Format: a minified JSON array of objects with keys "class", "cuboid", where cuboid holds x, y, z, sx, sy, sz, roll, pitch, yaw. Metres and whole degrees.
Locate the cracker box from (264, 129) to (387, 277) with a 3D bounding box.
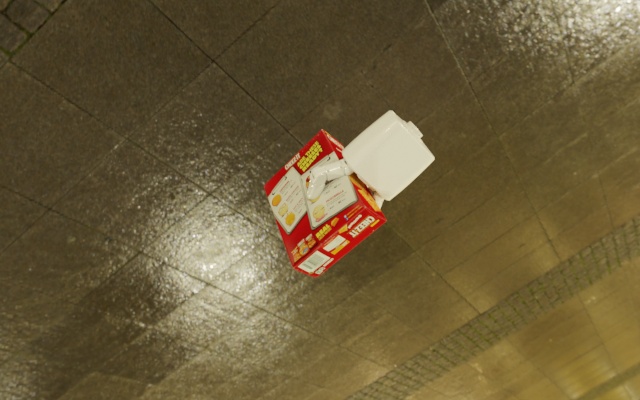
[{"class":"cracker box","cuboid":[0.000,0.003,0.845,0.164,0.213,0.072,-42,-46,17]}]
